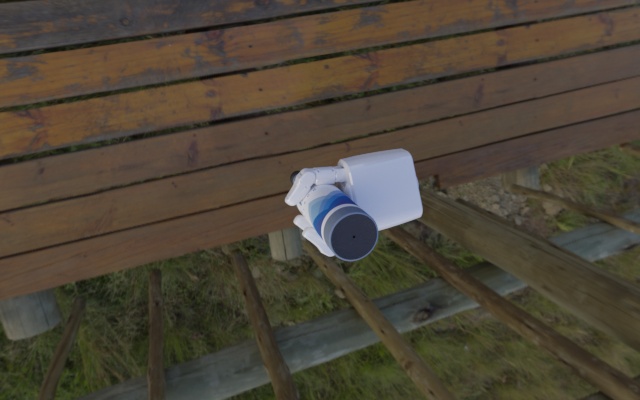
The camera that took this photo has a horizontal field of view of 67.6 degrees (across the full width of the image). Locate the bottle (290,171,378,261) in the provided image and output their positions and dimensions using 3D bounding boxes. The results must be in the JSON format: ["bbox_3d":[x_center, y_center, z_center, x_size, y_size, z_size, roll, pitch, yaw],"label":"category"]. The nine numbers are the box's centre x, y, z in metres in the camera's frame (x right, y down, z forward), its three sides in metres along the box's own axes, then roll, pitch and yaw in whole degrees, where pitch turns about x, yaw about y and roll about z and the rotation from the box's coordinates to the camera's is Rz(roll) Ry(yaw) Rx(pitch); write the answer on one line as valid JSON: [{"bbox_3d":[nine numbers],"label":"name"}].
[{"bbox_3d":[0.000,0.002,0.731,0.069,0.069,0.295,0,17,-17],"label":"bottle"}]
